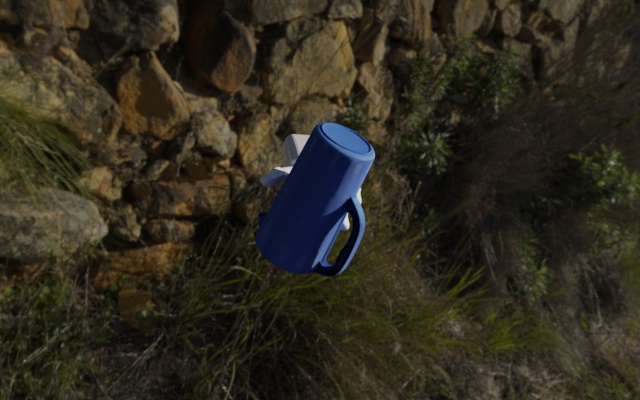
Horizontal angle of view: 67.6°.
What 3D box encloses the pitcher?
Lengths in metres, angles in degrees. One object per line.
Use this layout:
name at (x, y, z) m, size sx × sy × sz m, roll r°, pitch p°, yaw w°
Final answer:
pitcher at (0.000, 0.003, 0.803) m, size 0.149 × 0.243 × 0.145 m, roll 17°, pitch 30°, yaw -19°
